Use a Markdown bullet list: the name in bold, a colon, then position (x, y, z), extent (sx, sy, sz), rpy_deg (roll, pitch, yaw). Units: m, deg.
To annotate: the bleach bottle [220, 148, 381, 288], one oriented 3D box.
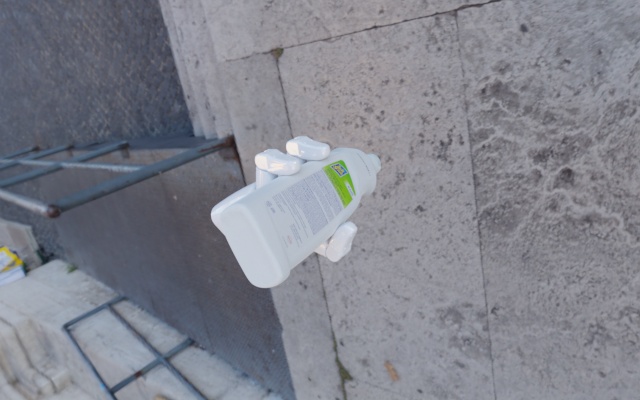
- **bleach bottle**: position (0.000, 0.002, 0.590), extent (0.068, 0.102, 0.250), rpy_deg (-21, 8, 46)
